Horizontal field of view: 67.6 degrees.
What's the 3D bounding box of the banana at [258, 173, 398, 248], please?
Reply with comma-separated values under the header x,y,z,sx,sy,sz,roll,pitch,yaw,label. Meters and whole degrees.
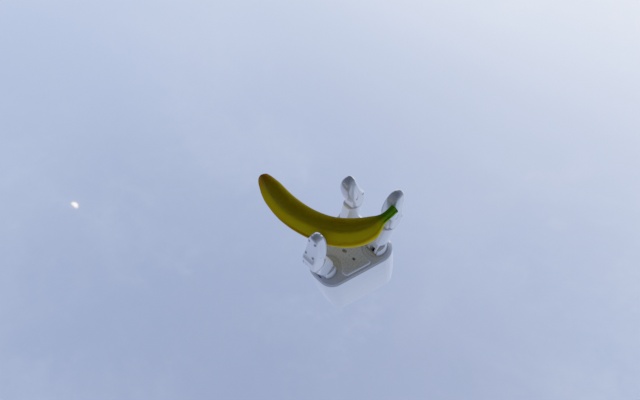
x,y,z,sx,sy,sz,roll,pitch,yaw,label
-0.004,0.019,0.615,0.198,0.069,0.037,16,-24,20,banana
